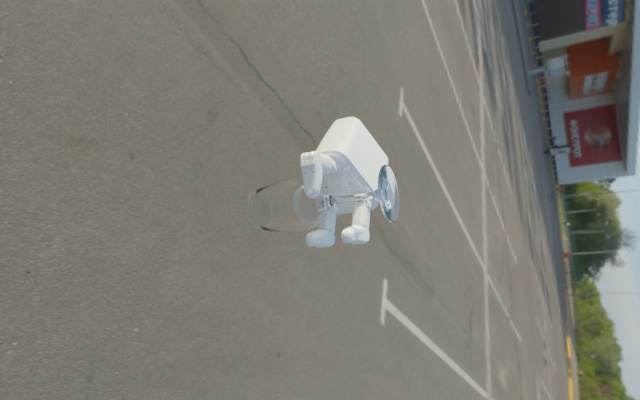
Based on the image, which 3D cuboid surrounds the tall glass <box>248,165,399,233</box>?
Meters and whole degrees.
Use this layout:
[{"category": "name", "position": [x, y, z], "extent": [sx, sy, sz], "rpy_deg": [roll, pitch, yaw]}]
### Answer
[{"category": "tall glass", "position": [0.001, 0.002, 0.653], "extent": [0.201, 0.079, 0.079], "rpy_deg": [-7, -3, 26]}]
